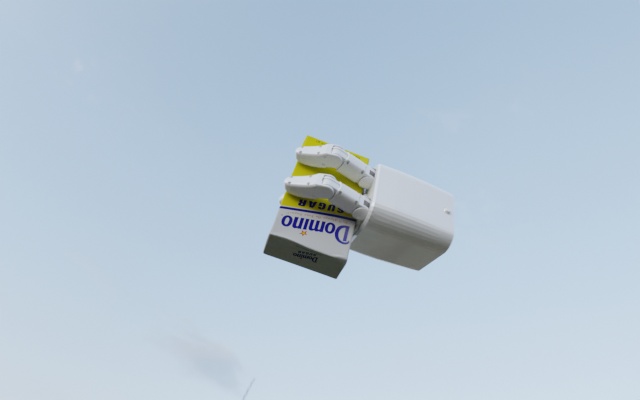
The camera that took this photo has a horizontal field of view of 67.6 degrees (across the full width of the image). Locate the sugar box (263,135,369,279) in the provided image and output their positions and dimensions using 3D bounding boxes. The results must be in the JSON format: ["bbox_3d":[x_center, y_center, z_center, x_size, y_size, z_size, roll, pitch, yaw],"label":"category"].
[{"bbox_3d":[0.000,0.002,0.586,0.093,0.176,0.048,20,-45,-4],"label":"sugar box"}]
